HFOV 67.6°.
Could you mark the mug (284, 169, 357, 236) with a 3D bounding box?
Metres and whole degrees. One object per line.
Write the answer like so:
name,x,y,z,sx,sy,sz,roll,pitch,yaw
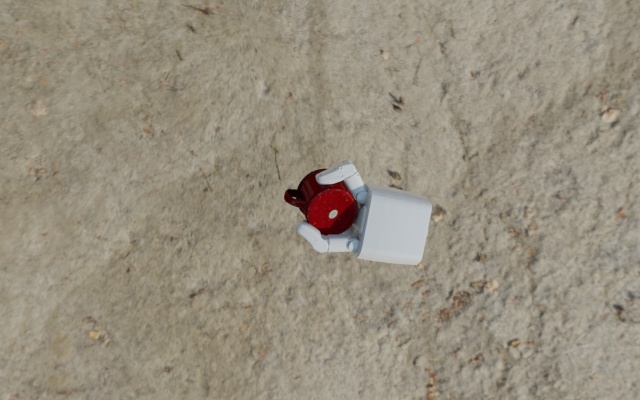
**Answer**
mug,-0.001,0.002,0.755,0.117,0.093,0.081,12,18,-14
